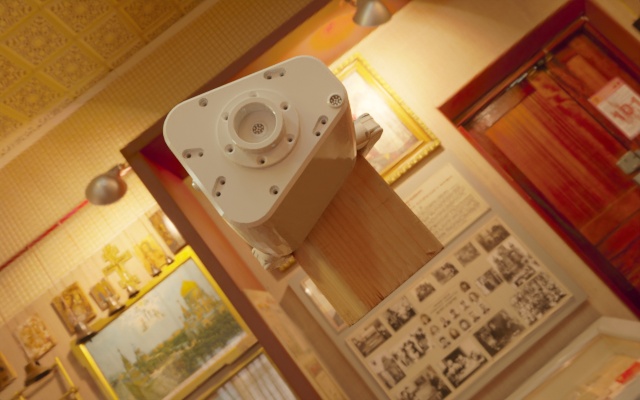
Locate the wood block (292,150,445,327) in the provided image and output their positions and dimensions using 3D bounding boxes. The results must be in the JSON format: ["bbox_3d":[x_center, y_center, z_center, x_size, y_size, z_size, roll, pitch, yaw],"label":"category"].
[{"bbox_3d":[0.000,0.001,0.437,0.091,0.206,0.090,-36,-14,-17],"label":"wood block"}]
